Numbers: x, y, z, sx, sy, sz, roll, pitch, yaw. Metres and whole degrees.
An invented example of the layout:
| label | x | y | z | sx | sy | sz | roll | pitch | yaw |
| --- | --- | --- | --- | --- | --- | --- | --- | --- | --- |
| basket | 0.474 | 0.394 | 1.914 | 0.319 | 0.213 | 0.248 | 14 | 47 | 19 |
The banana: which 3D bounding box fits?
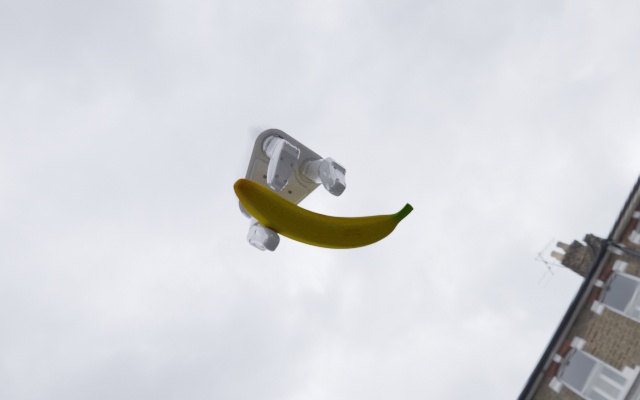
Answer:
| label | x | y | z | sx | sy | sz | roll | pitch | yaw |
| --- | --- | --- | --- | --- | --- | --- | --- | --- | --- |
| banana | 0.000 | 0.019 | 0.522 | 0.198 | 0.070 | 0.037 | 7 | 19 | -15 |
